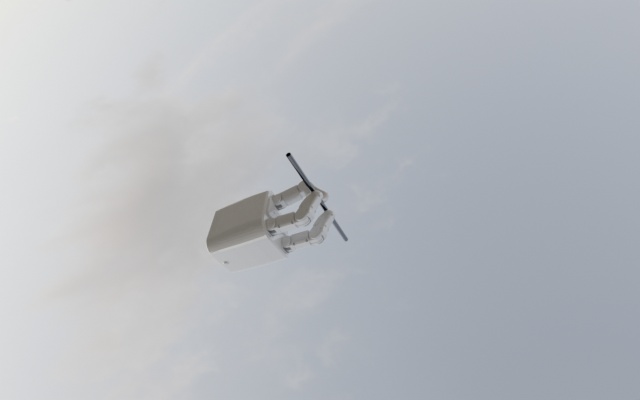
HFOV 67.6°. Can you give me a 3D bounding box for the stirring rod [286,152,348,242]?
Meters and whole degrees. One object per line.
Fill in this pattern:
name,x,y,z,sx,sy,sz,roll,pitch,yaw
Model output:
stirring rod,0.000,0.002,0.763,0.011,0.011,0.240,0,-34,27
